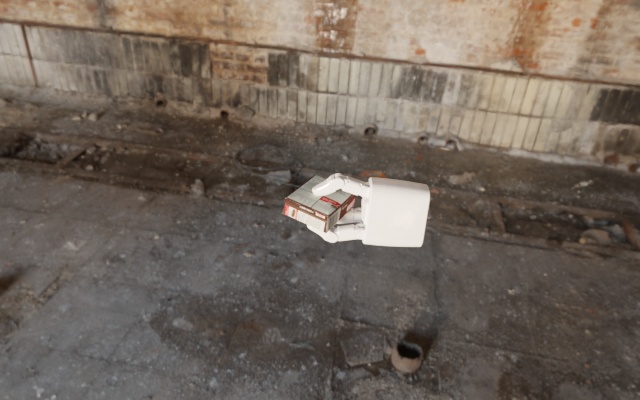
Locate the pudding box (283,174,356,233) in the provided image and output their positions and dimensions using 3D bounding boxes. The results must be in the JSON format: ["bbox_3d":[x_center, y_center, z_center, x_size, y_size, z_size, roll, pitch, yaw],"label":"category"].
[{"bbox_3d":[0.000,0.003,0.854,0.090,0.039,0.113,23,33,20],"label":"pudding box"}]
